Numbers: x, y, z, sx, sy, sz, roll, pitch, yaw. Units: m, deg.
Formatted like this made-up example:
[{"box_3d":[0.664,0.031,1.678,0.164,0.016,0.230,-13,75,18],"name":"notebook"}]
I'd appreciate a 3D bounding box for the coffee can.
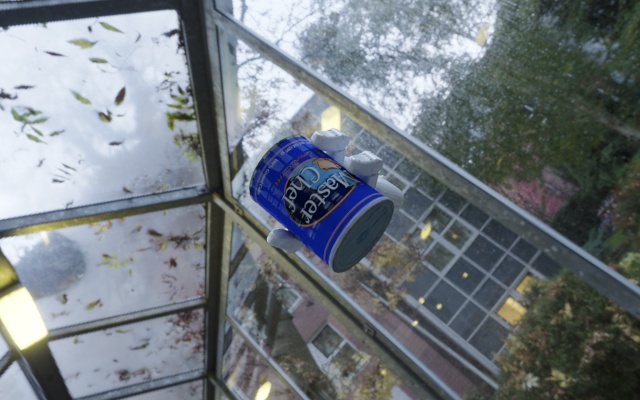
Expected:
[{"box_3d":[0.000,0.002,0.563,0.140,0.103,0.103,39,19,25],"name":"coffee can"}]
